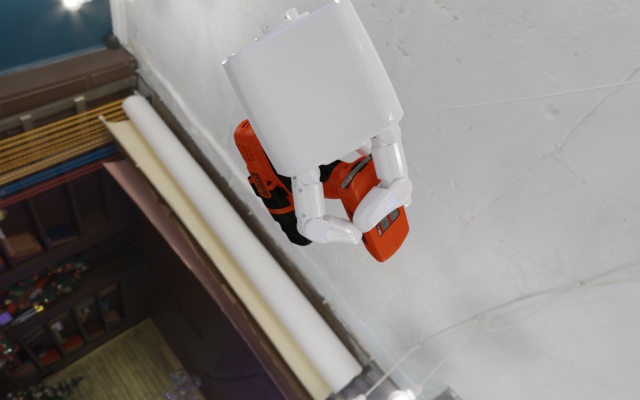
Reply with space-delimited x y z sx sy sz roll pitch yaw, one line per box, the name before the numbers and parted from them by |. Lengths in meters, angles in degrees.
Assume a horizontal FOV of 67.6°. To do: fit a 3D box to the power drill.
power drill | 0.000 0.002 0.513 0.187 0.185 0.057 17 54 41
